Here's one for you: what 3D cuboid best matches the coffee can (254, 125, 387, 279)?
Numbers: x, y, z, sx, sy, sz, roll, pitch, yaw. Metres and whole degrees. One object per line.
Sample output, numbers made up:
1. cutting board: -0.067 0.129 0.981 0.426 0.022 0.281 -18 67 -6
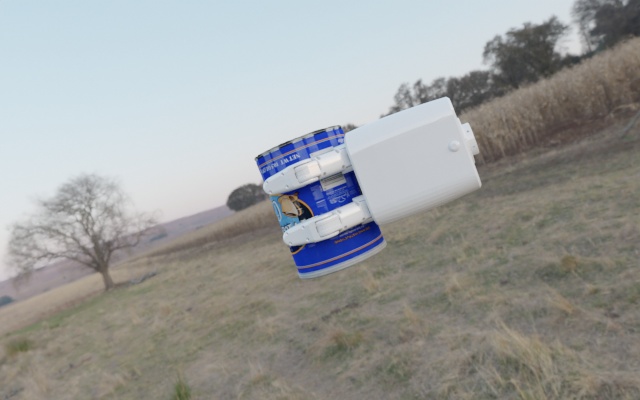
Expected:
1. coffee can: 0.000 0.002 0.525 0.103 0.140 0.103 -21 2 1
